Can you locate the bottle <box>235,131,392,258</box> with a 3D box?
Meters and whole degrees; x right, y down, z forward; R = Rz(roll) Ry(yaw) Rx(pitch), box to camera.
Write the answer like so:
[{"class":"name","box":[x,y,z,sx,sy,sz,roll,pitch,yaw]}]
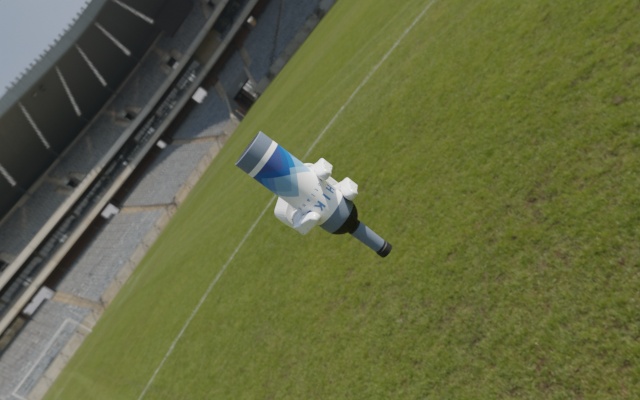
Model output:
[{"class":"bottle","box":[0.000,0.002,0.785,0.296,0.069,0.069,37,-11,-15]}]
